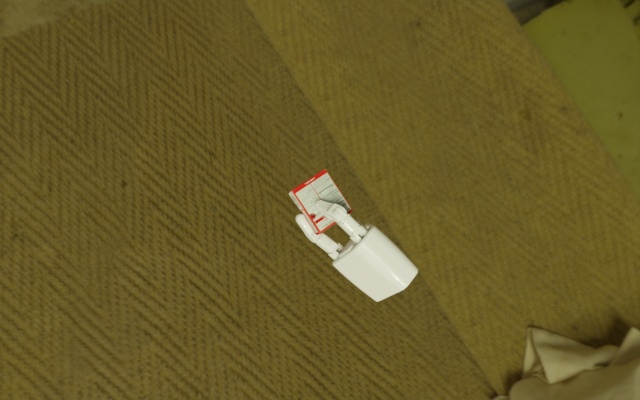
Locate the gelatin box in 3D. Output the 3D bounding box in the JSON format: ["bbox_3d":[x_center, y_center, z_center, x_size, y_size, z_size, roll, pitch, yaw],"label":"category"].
[{"bbox_3d":[0.000,0.002,0.818,0.073,0.089,0.030,-34,2,-18],"label":"gelatin box"}]
